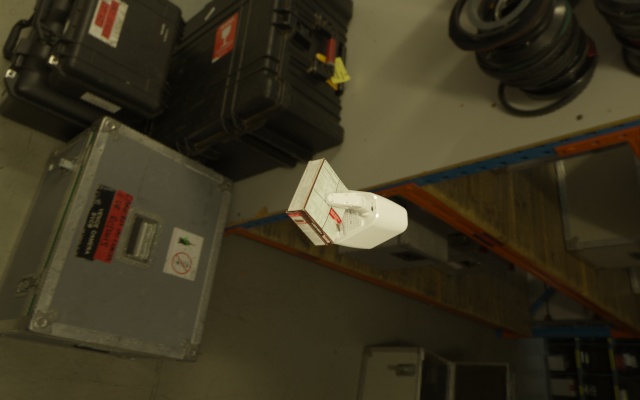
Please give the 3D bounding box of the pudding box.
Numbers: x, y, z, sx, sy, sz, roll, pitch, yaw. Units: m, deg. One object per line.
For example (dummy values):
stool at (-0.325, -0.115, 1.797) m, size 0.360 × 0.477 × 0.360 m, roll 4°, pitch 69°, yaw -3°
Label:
pudding box at (0.000, 0.003, 0.763) m, size 0.039 × 0.113 × 0.090 m, roll -12°, pitch -48°, yaw 35°
